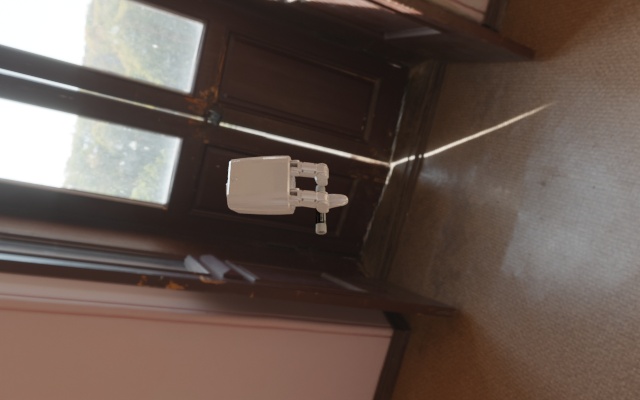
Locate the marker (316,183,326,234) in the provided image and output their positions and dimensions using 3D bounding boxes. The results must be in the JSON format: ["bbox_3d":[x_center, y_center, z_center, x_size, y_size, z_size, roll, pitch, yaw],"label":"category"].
[{"bbox_3d":[0.000,0.003,0.881,0.020,0.121,0.020,-1,-24,0],"label":"marker"}]
